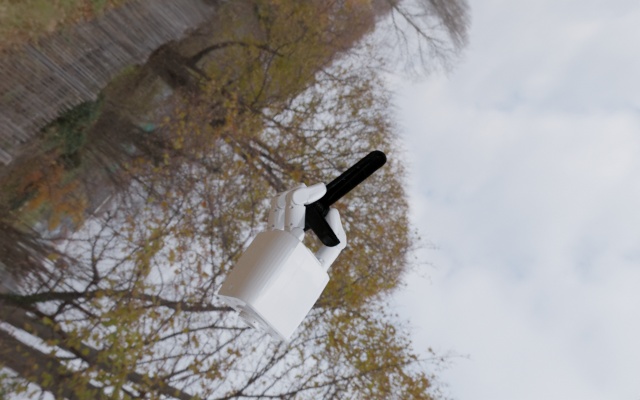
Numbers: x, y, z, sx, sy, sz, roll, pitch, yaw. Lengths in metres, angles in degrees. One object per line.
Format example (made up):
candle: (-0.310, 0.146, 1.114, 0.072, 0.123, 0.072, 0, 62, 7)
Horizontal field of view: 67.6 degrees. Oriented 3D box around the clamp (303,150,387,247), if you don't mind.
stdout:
clamp: (0.000, 0.003, 0.692, 0.036, 0.164, 0.210, 47, -28, -20)
